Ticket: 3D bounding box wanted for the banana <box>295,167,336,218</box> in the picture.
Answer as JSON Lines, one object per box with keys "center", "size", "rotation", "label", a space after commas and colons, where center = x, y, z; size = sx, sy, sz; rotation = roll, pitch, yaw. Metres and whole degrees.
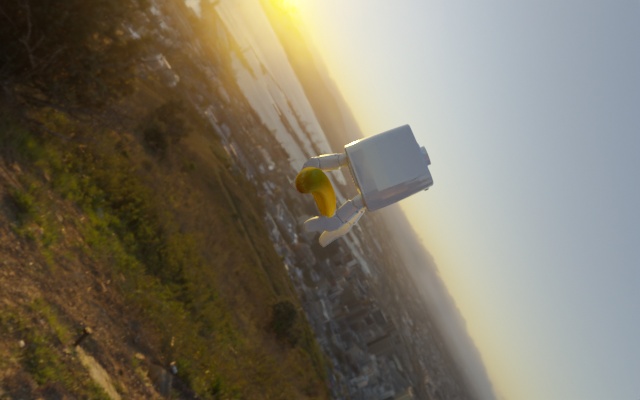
{"center": [-0.003, -0.013, 0.731], "size": [0.037, 0.069, 0.198], "rotation": [-15, -23, 9], "label": "banana"}
